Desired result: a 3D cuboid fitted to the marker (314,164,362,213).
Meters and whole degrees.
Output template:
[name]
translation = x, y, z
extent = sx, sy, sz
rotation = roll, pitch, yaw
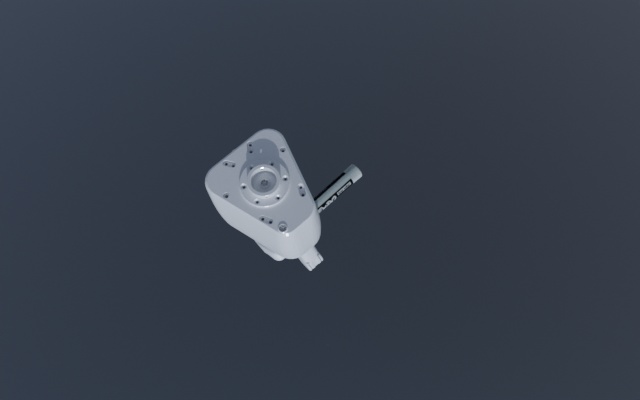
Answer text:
[marker]
translation = 0.000, 0.002, 0.570
extent = 0.121, 0.020, 0.020
rotation = -41, 9, -11
